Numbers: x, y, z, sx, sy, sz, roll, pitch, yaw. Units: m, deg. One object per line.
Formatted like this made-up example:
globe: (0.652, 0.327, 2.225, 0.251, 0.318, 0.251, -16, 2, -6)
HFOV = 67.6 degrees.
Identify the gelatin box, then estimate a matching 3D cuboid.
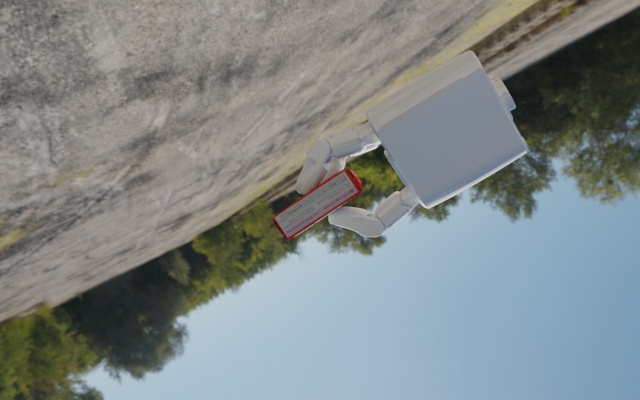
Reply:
gelatin box: (0.000, 0.002, 0.482, 0.089, 0.030, 0.073, -34, -1, 7)
